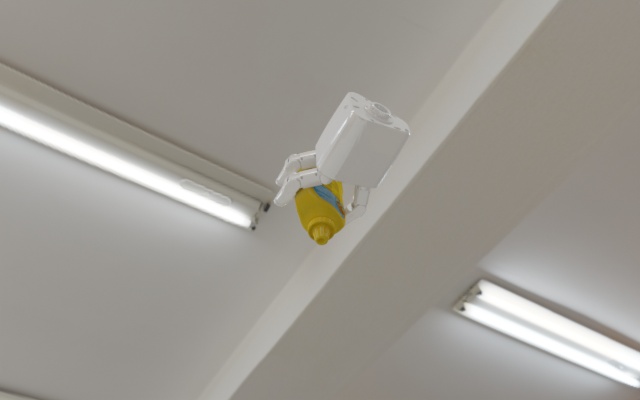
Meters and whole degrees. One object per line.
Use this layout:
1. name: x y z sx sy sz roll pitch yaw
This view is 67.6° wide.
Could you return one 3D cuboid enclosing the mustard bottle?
1. mustard bottle: 0.000 0.003 0.765 0.058 0.096 0.191 -34 30 20
